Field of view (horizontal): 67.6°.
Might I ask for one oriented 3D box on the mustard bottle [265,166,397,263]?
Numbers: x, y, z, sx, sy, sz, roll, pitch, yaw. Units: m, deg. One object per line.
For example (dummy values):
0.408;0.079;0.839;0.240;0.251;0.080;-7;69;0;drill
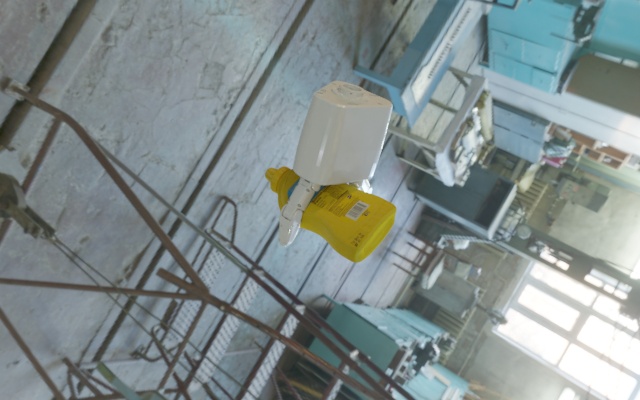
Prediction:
0.000;0.003;0.652;0.191;0.058;0.096;30;56;25;mustard bottle
